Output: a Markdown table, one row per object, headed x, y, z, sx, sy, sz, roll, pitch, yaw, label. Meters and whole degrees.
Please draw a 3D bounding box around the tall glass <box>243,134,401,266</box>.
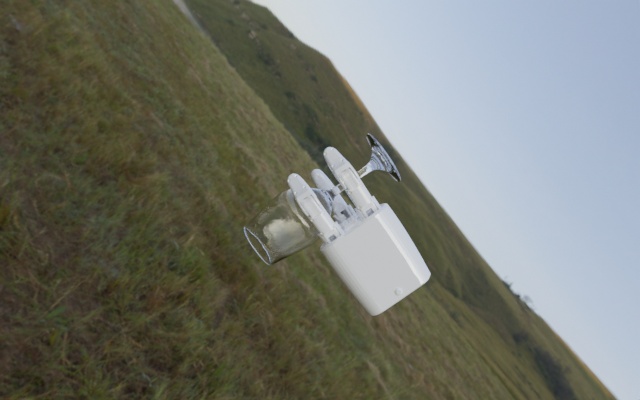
| x | y | z | sx | sy | sz | roll | pitch | yaw | label |
| --- | --- | --- | --- | --- | --- | --- | --- | --- | --- |
| 0.001 | 0.001 | 0.614 | 0.201 | 0.079 | 0.079 | -35 | -1 | 1 | tall glass |
